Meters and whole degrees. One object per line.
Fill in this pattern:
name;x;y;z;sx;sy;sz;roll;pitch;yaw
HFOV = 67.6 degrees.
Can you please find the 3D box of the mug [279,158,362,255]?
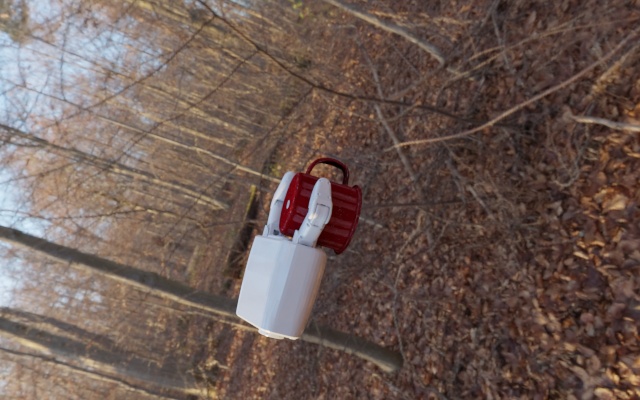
mug;0.000;0.001;0.603;0.081;0.117;0.093;17;-7;-12
